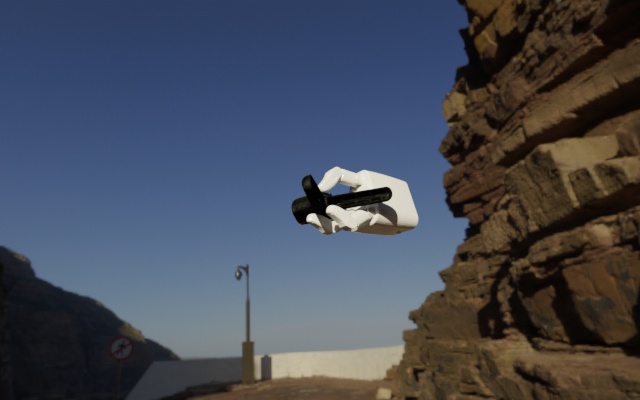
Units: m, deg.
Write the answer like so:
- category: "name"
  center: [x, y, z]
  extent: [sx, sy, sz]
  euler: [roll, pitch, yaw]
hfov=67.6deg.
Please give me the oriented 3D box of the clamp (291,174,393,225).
- category: "clamp"
  center: [0.000, 0.002, 0.846]
  extent: [0.164, 0.036, 0.210]
  euler: [12, -22, -32]
